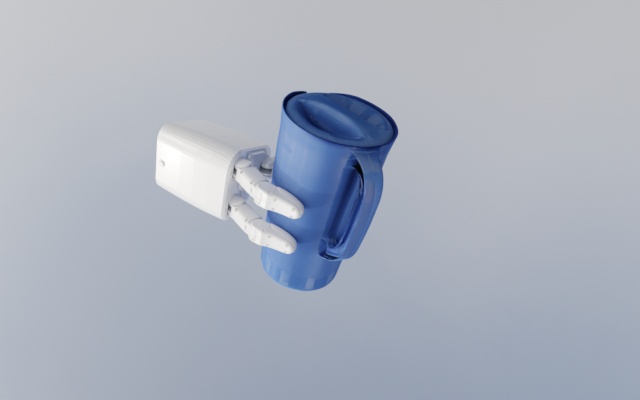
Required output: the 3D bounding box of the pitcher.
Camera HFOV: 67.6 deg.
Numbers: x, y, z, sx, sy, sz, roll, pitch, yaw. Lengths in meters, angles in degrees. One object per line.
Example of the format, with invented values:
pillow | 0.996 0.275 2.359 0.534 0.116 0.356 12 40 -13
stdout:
pitcher | 0.000 0.002 0.586 0.145 0.243 0.149 23 35 10
